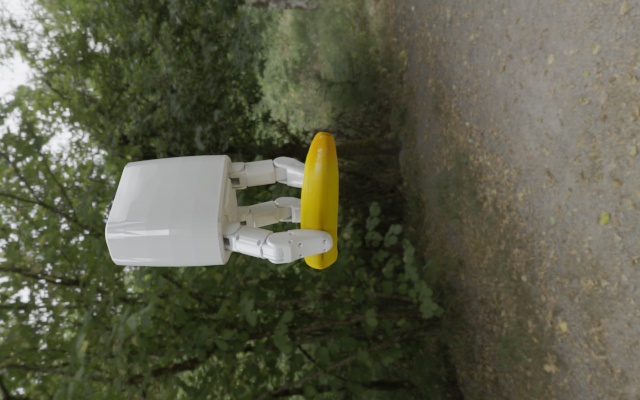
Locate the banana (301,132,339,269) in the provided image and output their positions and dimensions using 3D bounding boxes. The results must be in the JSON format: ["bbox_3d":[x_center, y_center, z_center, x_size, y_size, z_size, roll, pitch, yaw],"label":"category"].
[{"bbox_3d":[-0.001,0.019,0.480,0.037,0.069,0.198,1,-34,2],"label":"banana"}]
